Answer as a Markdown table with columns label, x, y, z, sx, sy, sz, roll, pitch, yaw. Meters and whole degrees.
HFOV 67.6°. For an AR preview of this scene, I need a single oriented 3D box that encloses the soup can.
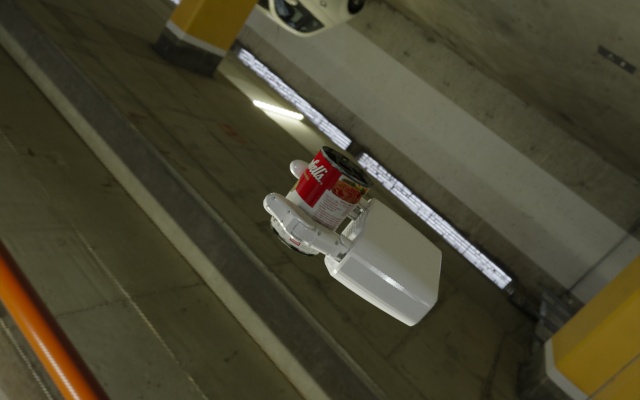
| label | x | y | z | sx | sy | sz | roll | pitch | yaw |
| --- | --- | --- | --- | --- | --- | --- | --- | --- | --- |
| soup can | -0.001 | 0.002 | 0.517 | 0.068 | 0.102 | 0.068 | 34 | 17 | -12 |
